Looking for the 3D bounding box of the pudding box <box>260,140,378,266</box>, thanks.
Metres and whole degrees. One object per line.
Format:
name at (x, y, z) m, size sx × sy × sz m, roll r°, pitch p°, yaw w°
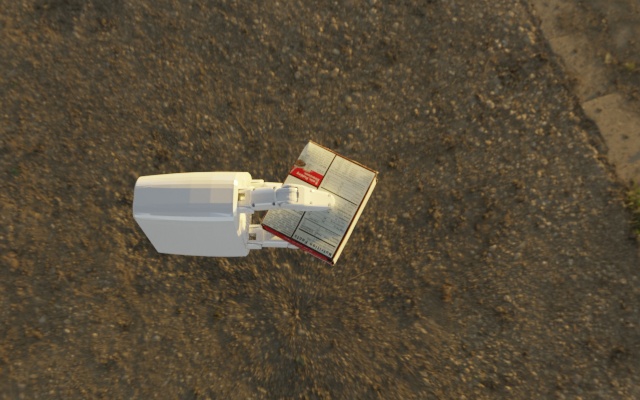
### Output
pudding box at (0.000, 0.002, 0.527) m, size 0.090 × 0.113 × 0.039 m, roll 27°, pitch -11°, yaw 8°
